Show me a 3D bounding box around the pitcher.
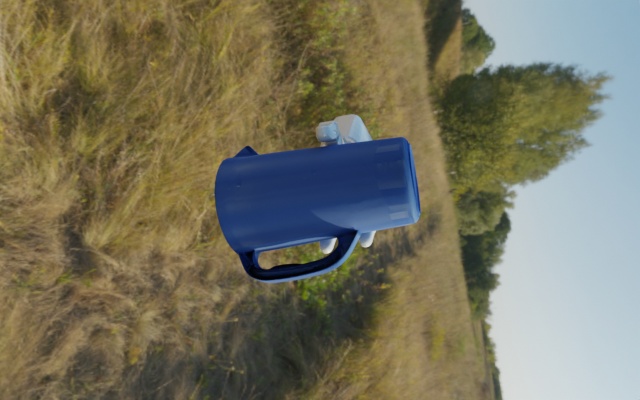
[{"bbox_3d":[0.000,0.002,0.608,0.243,0.149,0.145,-8,25,14],"label":"pitcher"}]
